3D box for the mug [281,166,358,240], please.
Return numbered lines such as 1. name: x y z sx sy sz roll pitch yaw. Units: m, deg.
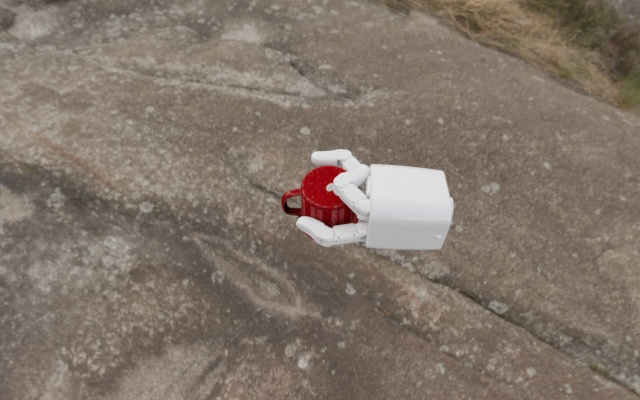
1. mug: -0.001 0.002 0.708 0.117 0.093 0.082 2 -37 2
